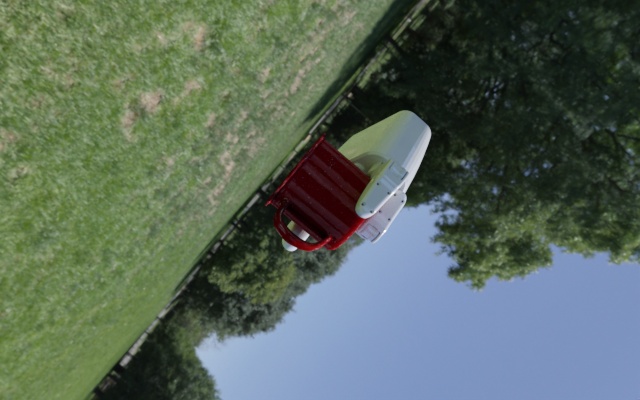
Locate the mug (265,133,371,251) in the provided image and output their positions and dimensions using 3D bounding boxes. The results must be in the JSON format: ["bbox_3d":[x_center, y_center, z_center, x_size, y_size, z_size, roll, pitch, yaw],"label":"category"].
[{"bbox_3d":[0.000,0.002,0.464,0.093,0.081,0.117,-46,6,47],"label":"mug"}]
